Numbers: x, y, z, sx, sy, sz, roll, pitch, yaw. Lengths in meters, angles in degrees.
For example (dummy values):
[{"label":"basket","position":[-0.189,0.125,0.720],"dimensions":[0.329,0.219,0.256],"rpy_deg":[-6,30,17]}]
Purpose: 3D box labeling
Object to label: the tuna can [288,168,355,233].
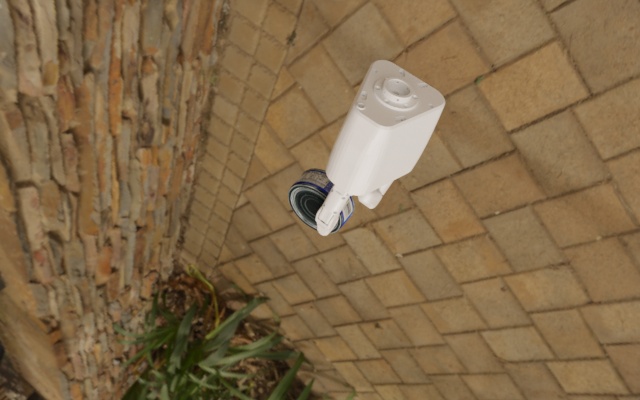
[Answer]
[{"label":"tuna can","position":[0.000,0.002,0.627],"dimensions":[0.086,0.086,0.033],"rpy_deg":[0,39,43]}]
